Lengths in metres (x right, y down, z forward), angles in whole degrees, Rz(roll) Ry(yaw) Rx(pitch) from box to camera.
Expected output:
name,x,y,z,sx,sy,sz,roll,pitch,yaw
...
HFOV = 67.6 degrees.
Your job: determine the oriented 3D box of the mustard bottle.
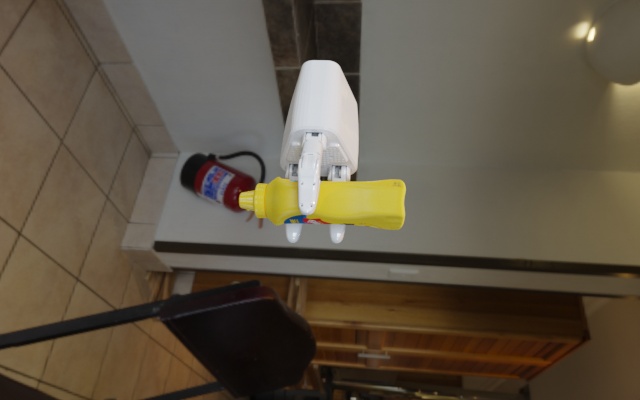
name,x,y,z,sx,sy,sz,roll,pitch,yaw
mustard bottle,0.000,0.002,0.561,0.191,0.058,0.096,2,-3,5
